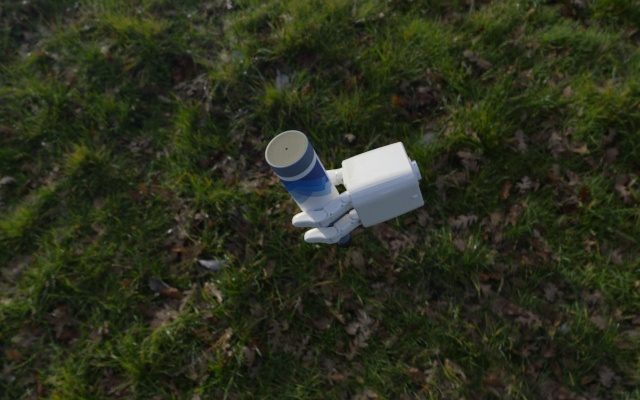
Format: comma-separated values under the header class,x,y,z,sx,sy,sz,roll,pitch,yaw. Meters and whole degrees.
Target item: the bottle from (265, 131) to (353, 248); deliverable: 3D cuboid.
class,x,y,z,sx,sy,sz,roll,pitch,yaw
bottle,0.000,0.002,0.793,0.069,0.069,0.296,0,-31,23
